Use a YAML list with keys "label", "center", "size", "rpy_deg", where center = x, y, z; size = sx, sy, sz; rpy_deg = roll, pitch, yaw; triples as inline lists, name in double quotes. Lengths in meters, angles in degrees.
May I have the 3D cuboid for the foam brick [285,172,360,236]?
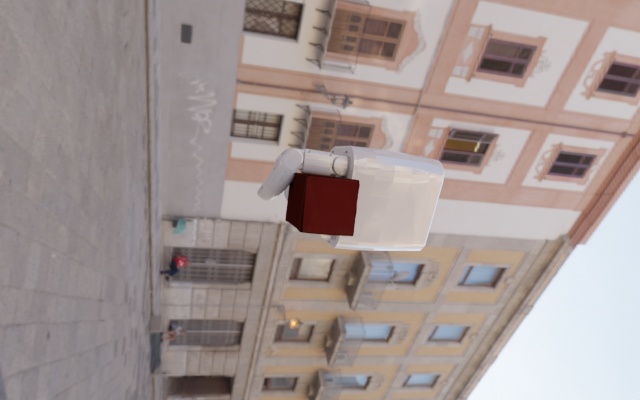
- label: "foam brick"
  center: [0.000, 0.002, 0.457]
  size: [0.051, 0.053, 0.078]
  rpy_deg: [6, 4, -14]
